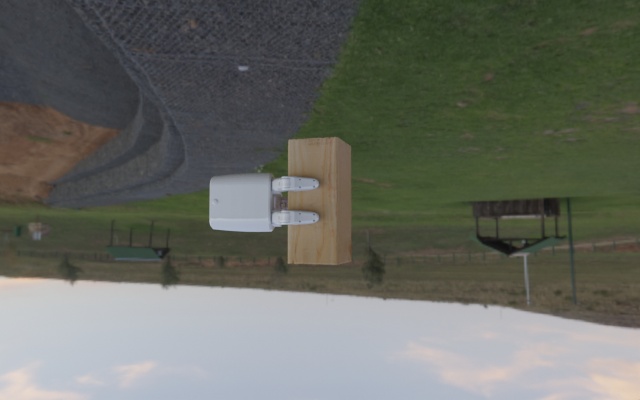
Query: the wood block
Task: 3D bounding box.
[{"bbox_3d":[0.000,0.003,0.818,0.090,0.206,0.091,-1,-3,17],"label":"wood block"}]
